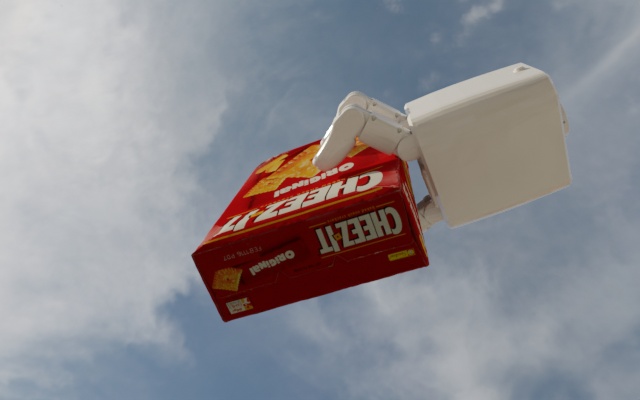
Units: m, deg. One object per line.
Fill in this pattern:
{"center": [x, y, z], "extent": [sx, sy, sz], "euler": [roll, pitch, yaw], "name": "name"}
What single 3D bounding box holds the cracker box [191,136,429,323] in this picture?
{"center": [0.000, 0.002, 0.433], "extent": [0.164, 0.072, 0.213], "euler": [-19, 18, 13], "name": "cracker box"}
